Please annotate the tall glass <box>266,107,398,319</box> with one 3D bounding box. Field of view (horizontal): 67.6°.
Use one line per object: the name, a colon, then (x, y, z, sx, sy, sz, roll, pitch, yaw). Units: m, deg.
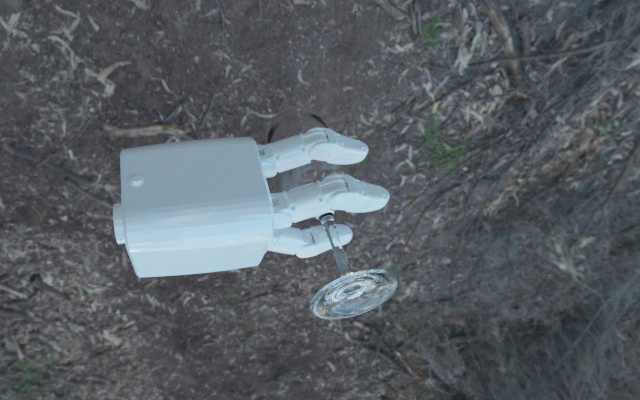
tall glass: (0.000, 0.002, 0.440, 0.079, 0.201, 0.079, -12, -37, -9)
